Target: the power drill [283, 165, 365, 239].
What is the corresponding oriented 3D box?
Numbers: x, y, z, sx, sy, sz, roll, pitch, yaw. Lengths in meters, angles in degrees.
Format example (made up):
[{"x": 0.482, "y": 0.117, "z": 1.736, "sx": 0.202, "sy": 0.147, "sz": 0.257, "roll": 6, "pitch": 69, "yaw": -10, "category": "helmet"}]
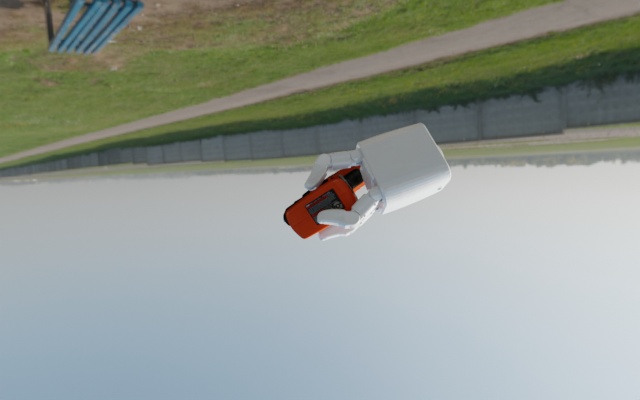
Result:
[{"x": 0.000, "y": 0.003, "z": 0.784, "sx": 0.184, "sy": 0.057, "sz": 0.187, "roll": -35, "pitch": 6, "yaw": 14, "category": "power drill"}]
